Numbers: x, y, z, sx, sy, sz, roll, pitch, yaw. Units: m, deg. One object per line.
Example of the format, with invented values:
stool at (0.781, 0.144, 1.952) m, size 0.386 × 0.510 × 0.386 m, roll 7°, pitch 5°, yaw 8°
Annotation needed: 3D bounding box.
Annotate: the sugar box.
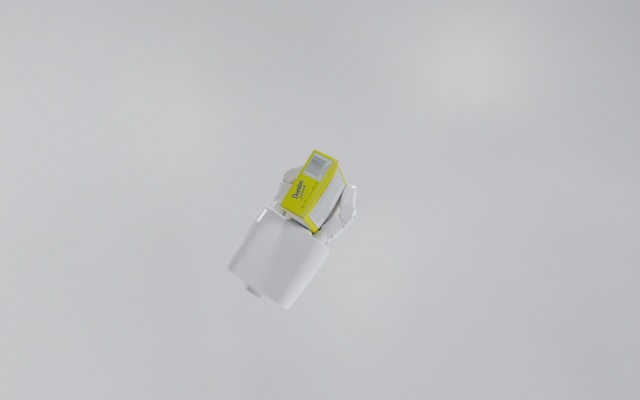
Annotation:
sugar box at (0.000, 0.002, 0.708) m, size 0.048 × 0.093 × 0.176 m, roll 29°, pitch -11°, yaw 15°
